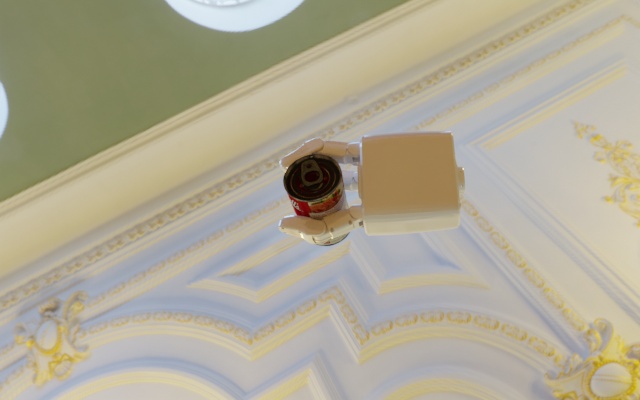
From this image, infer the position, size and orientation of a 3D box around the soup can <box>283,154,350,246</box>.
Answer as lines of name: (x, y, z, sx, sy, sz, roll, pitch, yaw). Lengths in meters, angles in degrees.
soup can: (0.000, 0.002, 0.579, 0.068, 0.068, 0.102, 0, -35, 13)
